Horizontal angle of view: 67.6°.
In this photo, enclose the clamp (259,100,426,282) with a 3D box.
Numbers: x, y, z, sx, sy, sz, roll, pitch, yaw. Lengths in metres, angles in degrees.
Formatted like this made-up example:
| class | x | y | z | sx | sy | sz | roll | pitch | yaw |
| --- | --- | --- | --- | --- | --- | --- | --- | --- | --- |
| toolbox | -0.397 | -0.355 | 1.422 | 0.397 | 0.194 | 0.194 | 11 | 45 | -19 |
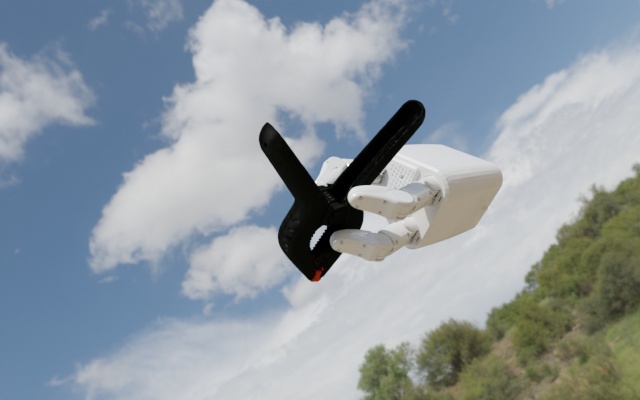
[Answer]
| class | x | y | z | sx | sy | sz | roll | pitch | yaw |
| --- | --- | --- | --- | --- | --- | --- | --- | --- | --- |
| clamp | 0.000 | 0.001 | 0.448 | 0.164 | 0.210 | 0.036 | -8 | 44 | -35 |
